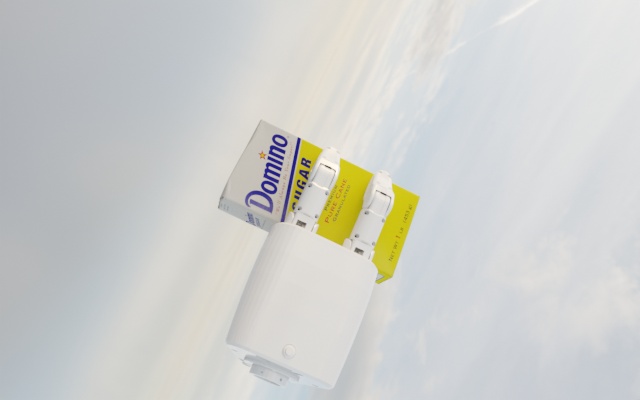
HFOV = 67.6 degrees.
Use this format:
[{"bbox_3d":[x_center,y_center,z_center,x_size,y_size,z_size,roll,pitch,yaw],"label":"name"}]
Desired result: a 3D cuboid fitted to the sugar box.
[{"bbox_3d":[0.000,0.002,0.466,0.176,0.093,0.048,26,-23,-7],"label":"sugar box"}]
